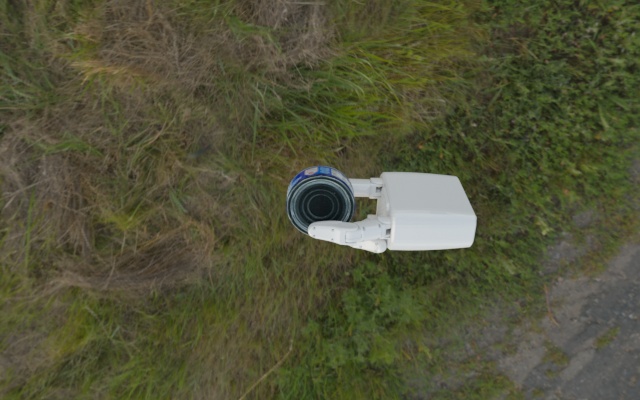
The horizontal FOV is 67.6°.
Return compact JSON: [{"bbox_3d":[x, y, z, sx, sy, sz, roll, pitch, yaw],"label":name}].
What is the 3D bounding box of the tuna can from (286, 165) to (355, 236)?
[{"bbox_3d":[0.000,0.002,0.592,0.086,0.086,0.033,0,24,0],"label":"tuna can"}]
